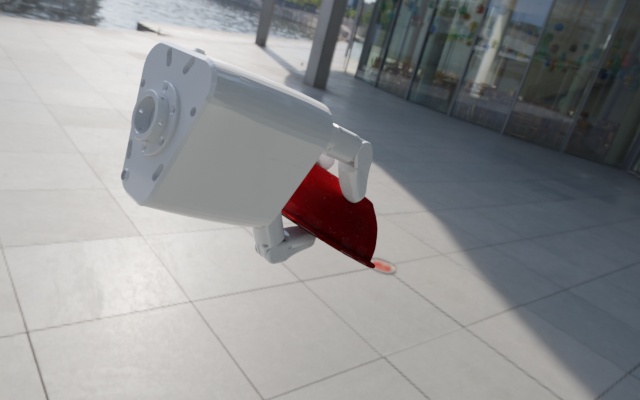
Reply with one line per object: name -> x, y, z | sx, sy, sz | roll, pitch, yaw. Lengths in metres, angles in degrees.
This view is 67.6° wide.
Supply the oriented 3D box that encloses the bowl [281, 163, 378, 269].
bowl -> 0.001, 0.002, 0.479 | 0.162, 0.055, 0.162 | 33, 0, 0
